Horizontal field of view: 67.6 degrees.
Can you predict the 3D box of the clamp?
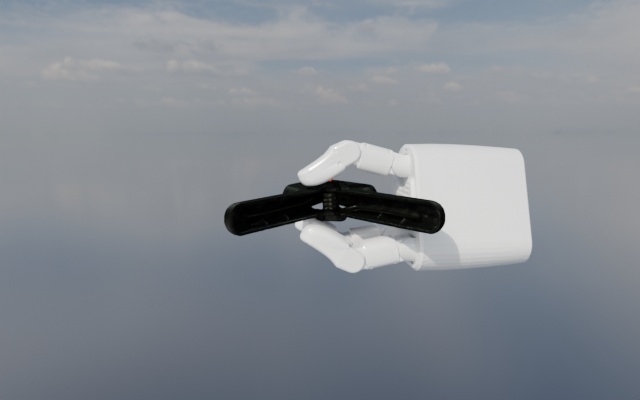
[{"bbox_3d":[0.000,0.001,0.440,0.164,0.036,0.210,0,8,-7],"label":"clamp"}]
